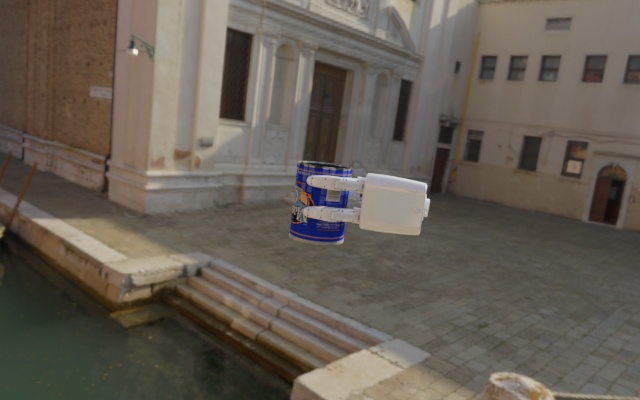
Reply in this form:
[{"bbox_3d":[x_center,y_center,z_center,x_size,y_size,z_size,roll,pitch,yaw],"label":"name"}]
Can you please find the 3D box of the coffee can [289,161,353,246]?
[{"bbox_3d":[0.000,0.003,0.883,0.103,0.140,0.103,7,9,-1],"label":"coffee can"}]
